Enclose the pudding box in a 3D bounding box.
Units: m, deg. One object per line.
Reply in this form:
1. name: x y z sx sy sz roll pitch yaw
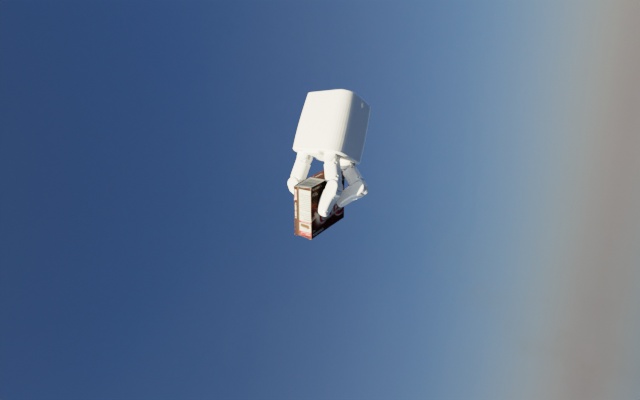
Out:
1. pudding box: 0.000 0.003 0.805 0.039 0.090 0.113 12 24 32
